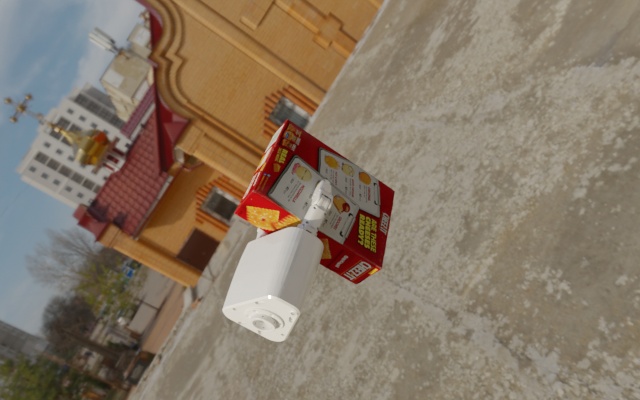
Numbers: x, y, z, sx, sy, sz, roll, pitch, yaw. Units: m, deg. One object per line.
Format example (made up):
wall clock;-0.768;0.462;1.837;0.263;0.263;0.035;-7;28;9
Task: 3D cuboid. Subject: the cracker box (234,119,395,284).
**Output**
cracker box;0.000;0.002;0.716;0.214;0.164;0.072;33;-45;-15
